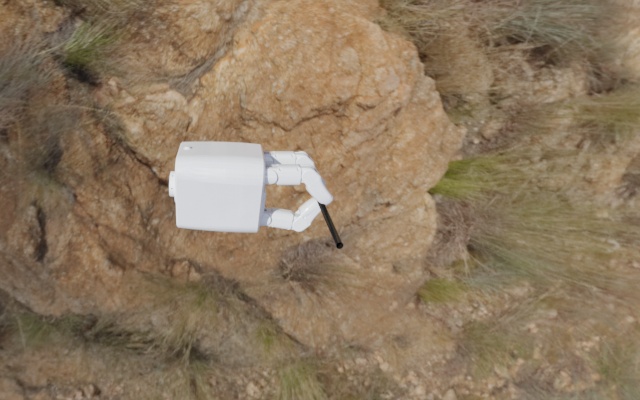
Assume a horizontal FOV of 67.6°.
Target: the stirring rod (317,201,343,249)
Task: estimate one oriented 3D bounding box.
[{"bbox_3d":[0.000,0.002,0.628,0.011,0.011,0.239,0,23,-11],"label":"stirring rod"}]
